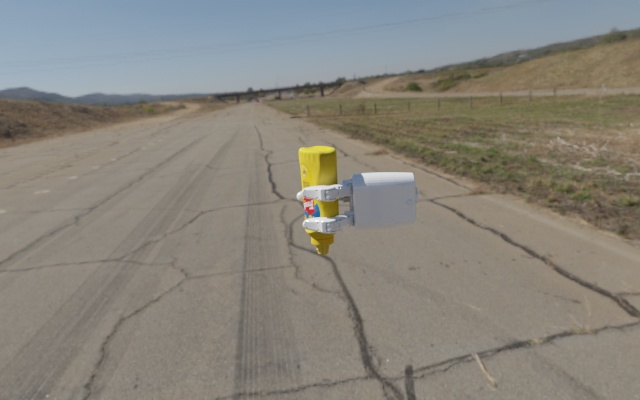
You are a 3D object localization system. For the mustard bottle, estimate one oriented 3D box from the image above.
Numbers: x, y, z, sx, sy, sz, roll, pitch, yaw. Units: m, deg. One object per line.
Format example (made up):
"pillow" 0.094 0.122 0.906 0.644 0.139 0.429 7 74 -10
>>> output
"mustard bottle" 0.000 0.003 0.844 0.058 0.192 0.096 -9 14 -23
